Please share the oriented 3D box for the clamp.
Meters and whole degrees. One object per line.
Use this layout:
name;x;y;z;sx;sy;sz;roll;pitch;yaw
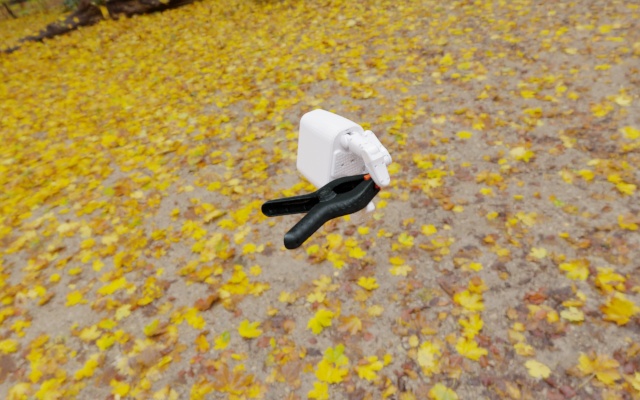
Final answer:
clamp;0.000;0.002;0.667;0.171;0.039;0.120;-26;37;-21
